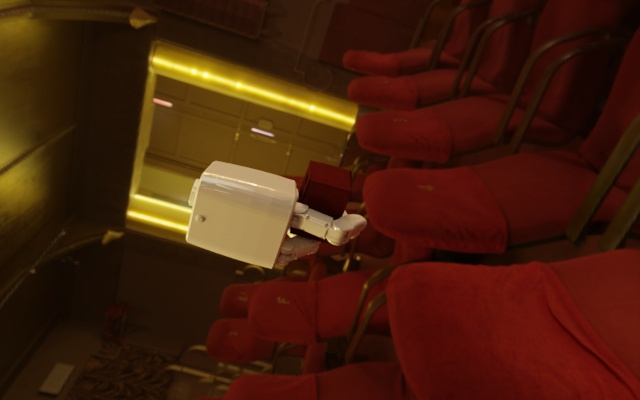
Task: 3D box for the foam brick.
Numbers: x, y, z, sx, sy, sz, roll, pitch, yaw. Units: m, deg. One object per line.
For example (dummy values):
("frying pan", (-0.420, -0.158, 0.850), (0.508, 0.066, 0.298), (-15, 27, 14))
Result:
("foam brick", (0.000, 0.002, 0.560), (0.051, 0.078, 0.053), (17, 29, -8))
